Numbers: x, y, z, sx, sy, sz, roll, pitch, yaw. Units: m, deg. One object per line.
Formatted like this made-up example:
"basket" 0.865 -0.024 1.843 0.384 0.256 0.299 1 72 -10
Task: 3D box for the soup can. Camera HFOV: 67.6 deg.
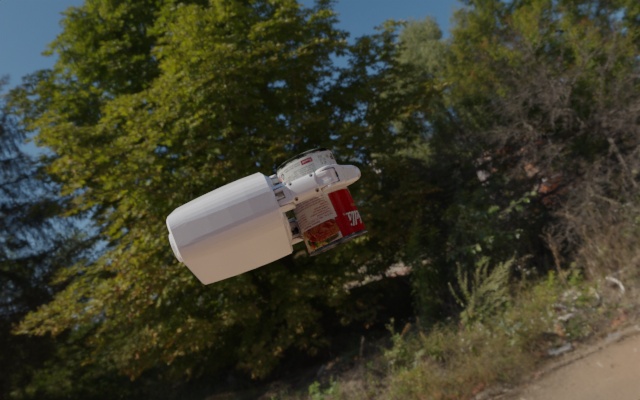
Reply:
"soup can" 0.000 0.001 0.525 0.068 0.102 0.068 -23 -8 -3
